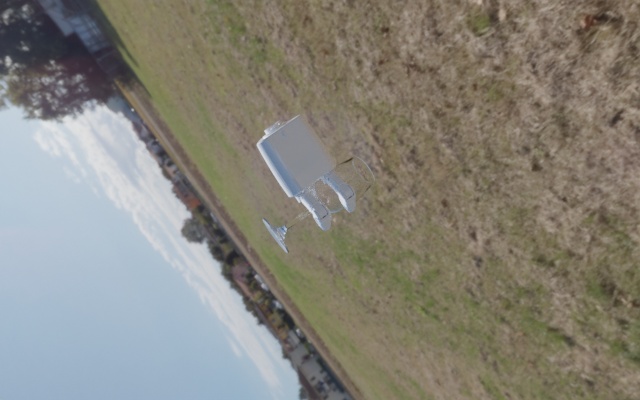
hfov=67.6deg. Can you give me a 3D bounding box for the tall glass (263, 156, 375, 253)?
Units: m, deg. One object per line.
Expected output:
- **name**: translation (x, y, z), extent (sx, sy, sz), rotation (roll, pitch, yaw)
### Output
- **tall glass**: translation (0.000, 0.003, 0.842), extent (0.201, 0.079, 0.079), rotation (-36, 9, -12)
